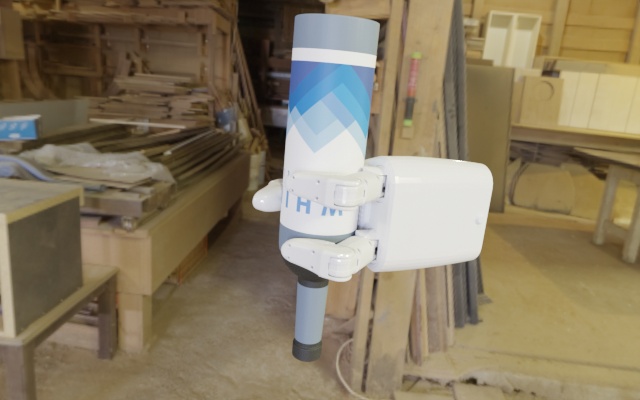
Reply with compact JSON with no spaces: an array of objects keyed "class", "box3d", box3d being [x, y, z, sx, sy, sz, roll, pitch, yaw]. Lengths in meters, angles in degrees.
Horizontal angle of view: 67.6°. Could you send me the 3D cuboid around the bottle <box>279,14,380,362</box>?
[{"class":"bottle","box3d":[0.000,0.001,0.409,0.069,0.296,0.069,5,14,-1]}]
